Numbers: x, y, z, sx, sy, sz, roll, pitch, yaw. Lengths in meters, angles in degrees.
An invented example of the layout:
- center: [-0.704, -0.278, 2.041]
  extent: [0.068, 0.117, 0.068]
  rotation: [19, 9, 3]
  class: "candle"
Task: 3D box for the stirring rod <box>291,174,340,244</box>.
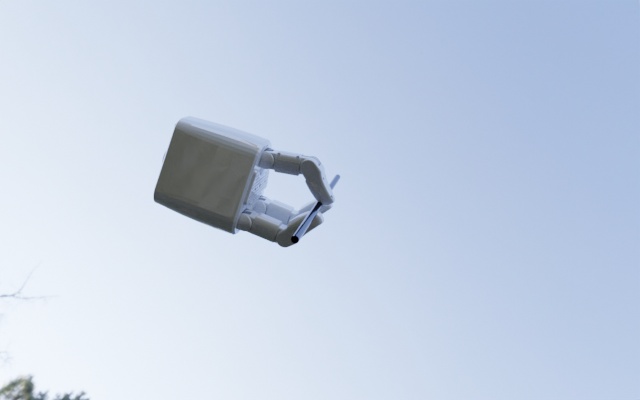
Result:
- center: [0.000, 0.002, 0.558]
  extent: [0.011, 0.011, 0.239]
  rotation: [0, 17, 12]
  class: "stirring rod"
